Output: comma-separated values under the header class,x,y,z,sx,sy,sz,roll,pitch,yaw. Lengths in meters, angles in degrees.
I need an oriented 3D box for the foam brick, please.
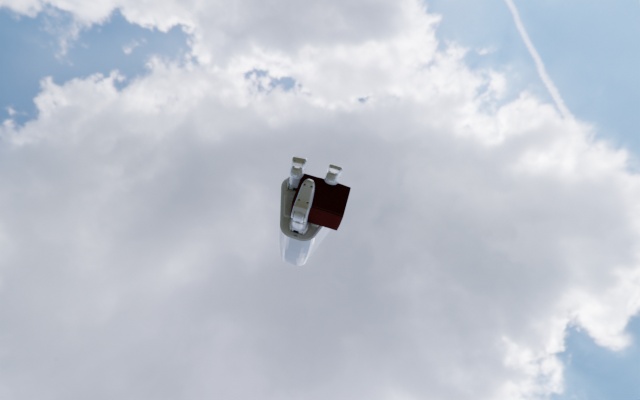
class,x,y,z,sx,sy,sz,roll,pitch,yaw
foam brick,0.000,0.002,0.715,0.078,0.053,0.051,17,-30,3
